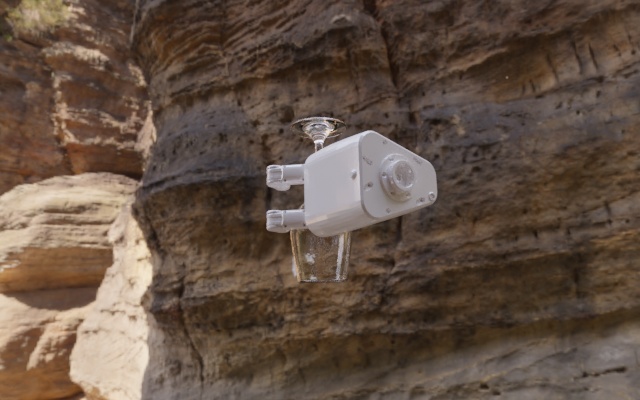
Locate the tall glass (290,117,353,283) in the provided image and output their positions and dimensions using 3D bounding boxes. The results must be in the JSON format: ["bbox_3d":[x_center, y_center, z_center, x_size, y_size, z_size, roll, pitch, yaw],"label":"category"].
[{"bbox_3d":[0.000,0.001,0.606,0.079,0.201,0.079,-1,-11,0],"label":"tall glass"}]
